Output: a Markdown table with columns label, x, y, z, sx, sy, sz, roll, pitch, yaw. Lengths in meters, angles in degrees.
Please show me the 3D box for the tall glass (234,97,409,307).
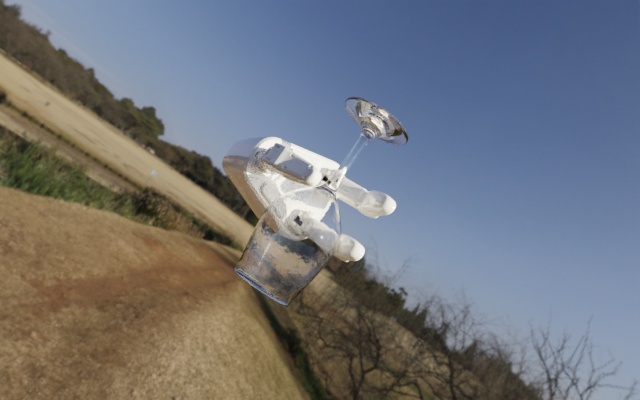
| label | x | y | z | sx | sy | sz | roll | pitch | yaw |
| --- | --- | --- | --- | --- | --- | --- | --- | --- | --- |
| tall glass | 0.000 | 0.001 | 0.462 | 0.079 | 0.201 | 0.079 | 34 | -9 | 6 |
